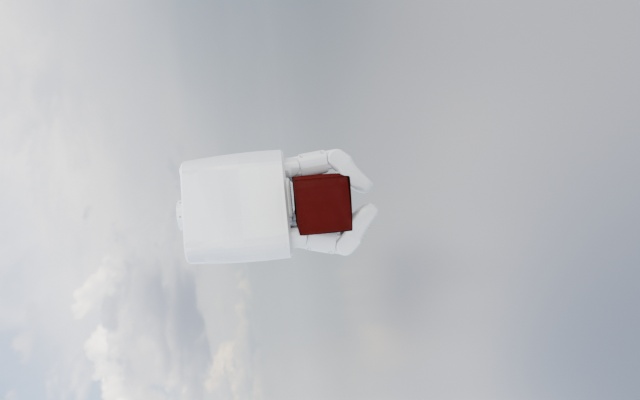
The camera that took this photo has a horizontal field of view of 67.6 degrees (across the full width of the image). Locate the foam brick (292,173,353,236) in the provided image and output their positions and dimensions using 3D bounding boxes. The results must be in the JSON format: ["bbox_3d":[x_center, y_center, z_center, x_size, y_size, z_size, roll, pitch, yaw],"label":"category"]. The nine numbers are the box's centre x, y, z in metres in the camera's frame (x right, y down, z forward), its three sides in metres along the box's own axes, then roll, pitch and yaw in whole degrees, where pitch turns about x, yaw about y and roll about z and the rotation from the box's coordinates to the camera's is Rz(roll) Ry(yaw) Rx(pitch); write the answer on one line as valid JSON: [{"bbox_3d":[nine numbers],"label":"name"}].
[{"bbox_3d":[0.000,0.001,0.471,0.051,0.053,0.078,-5,5,-5],"label":"foam brick"}]
